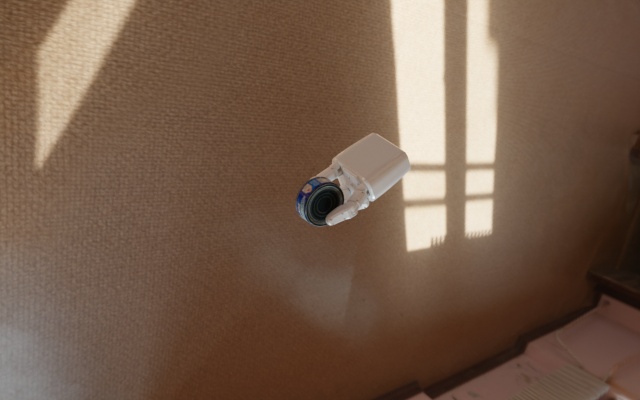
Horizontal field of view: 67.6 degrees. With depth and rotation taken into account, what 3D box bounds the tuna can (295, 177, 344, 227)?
[{"bbox_3d":[0.000,0.003,0.855,0.086,0.086,0.033,0,22,-35],"label":"tuna can"}]
